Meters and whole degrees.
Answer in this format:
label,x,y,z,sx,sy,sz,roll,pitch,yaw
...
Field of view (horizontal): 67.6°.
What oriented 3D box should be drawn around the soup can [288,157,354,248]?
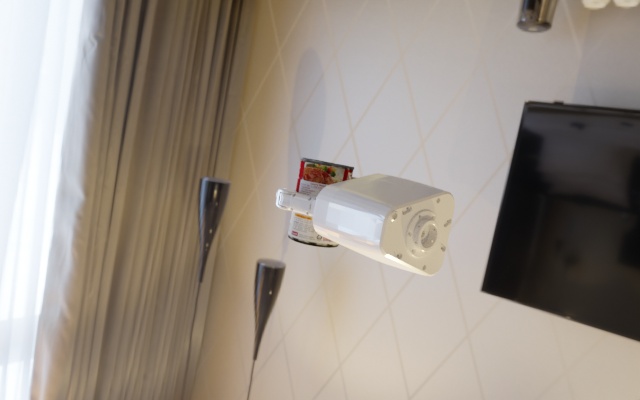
label,x,y,z,sx,sy,sz,roll,pitch,yaw
soup can,0.000,0.002,0.599,0.068,0.102,0.068,10,6,-1
